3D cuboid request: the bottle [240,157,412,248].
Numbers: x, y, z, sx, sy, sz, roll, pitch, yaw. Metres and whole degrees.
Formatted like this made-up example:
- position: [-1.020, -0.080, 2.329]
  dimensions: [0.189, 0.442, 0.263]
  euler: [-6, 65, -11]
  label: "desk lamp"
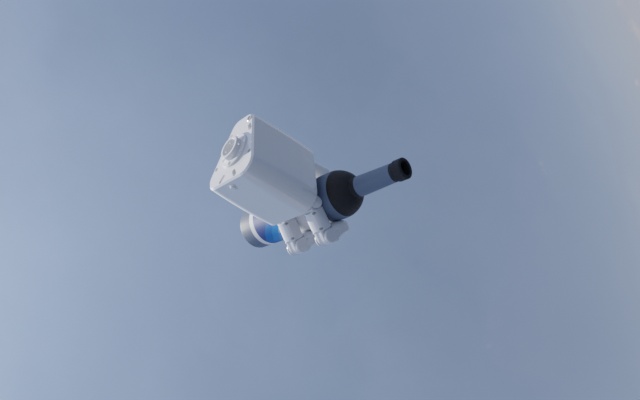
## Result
- position: [0.000, 0.002, 0.670]
  dimensions: [0.296, 0.069, 0.069]
  euler: [-22, -15, 42]
  label: "bottle"
